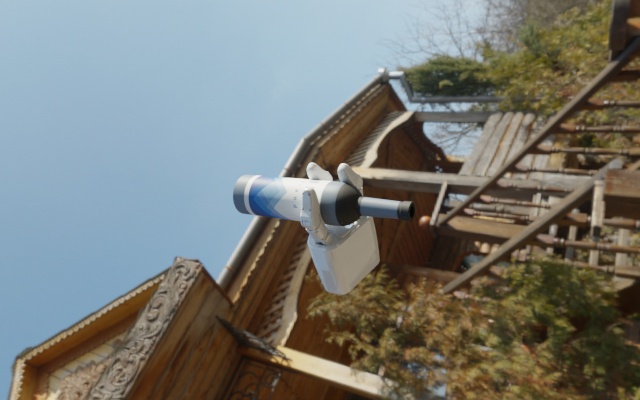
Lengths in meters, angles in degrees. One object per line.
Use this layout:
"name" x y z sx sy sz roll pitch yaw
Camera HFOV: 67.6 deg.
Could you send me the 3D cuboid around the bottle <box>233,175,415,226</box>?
"bottle" 0.000 0.002 0.733 0.295 0.069 0.069 6 3 30
